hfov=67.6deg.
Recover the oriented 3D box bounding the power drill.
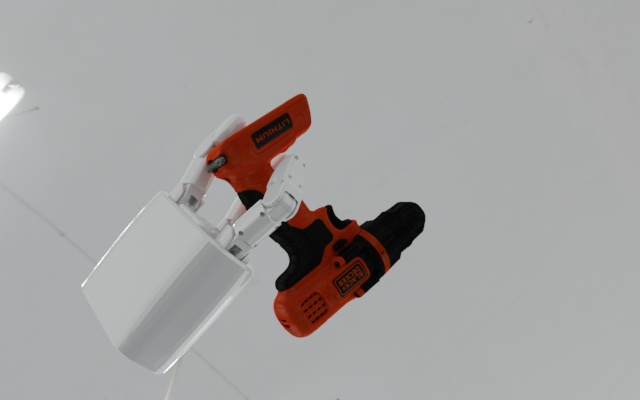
[{"bbox_3d":[0.000,0.001,0.440,0.184,0.187,0.057,-37,9,-28],"label":"power drill"}]
